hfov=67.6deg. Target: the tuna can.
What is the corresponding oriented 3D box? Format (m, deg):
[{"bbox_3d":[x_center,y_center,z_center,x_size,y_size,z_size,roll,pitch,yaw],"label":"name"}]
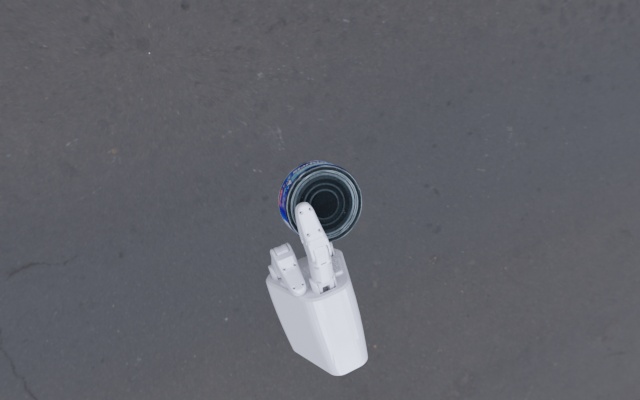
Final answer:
[{"bbox_3d":[0.000,0.002,0.506,0.086,0.086,0.033,0,11,-18],"label":"tuna can"}]
